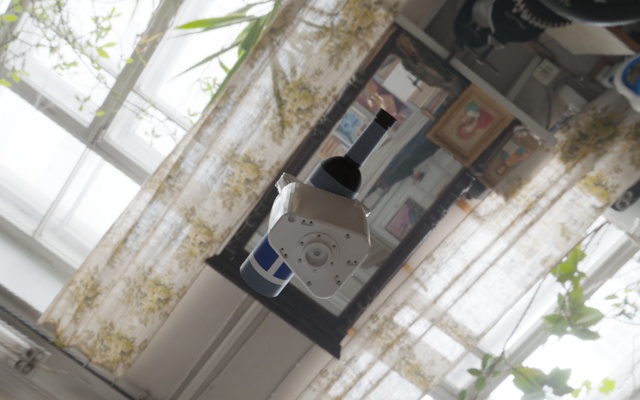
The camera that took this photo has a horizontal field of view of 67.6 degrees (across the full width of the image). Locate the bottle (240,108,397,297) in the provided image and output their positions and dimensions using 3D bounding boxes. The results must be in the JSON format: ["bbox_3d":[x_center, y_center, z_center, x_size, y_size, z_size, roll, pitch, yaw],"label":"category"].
[{"bbox_3d":[0.000,0.002,0.646,0.069,0.296,0.069,35,15,-11],"label":"bottle"}]
